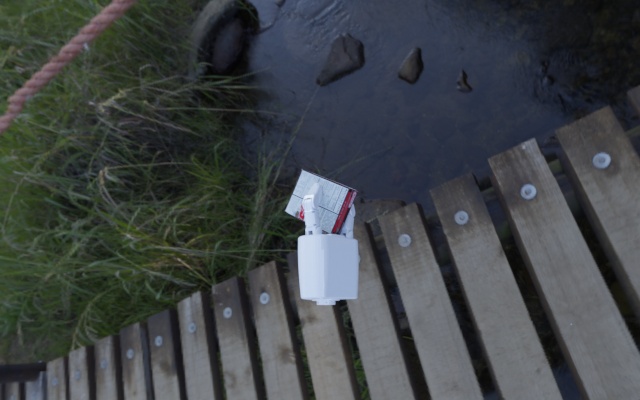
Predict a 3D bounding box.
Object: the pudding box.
[{"bbox_3d":[0.000,0.003,0.866,0.113,0.090,0.039,24,2,29],"label":"pudding box"}]
